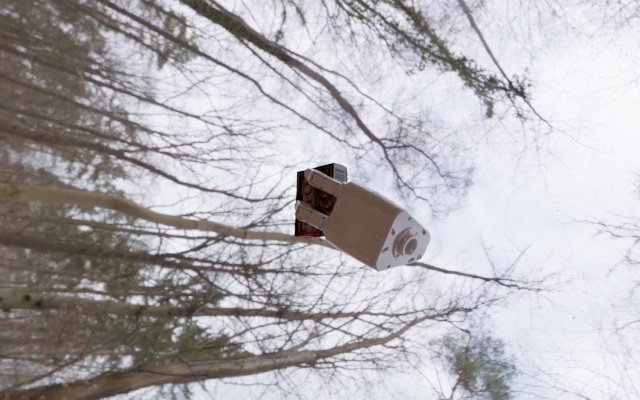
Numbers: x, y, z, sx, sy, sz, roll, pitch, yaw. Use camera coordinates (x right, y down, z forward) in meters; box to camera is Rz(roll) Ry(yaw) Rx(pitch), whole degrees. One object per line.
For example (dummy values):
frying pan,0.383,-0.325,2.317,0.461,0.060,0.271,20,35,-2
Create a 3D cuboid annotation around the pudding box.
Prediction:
pudding box,0.000,0.003,0.769,0.039,0.113,0.090,14,-16,-42
